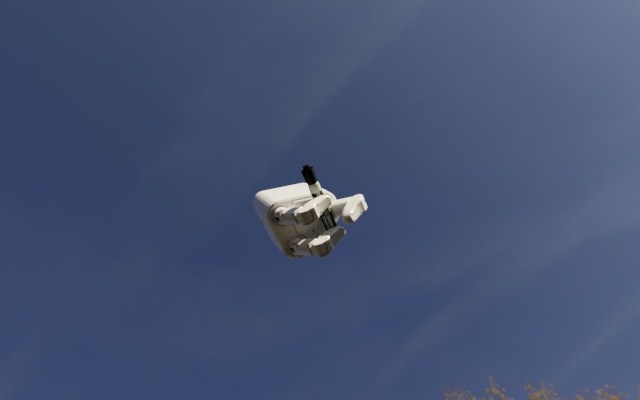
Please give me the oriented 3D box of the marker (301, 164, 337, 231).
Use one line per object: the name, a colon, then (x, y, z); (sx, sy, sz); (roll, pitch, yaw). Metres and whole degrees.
marker: (0.000, 0.002, 0.707); (0.020, 0.121, 0.020); (-20, 20, 8)
